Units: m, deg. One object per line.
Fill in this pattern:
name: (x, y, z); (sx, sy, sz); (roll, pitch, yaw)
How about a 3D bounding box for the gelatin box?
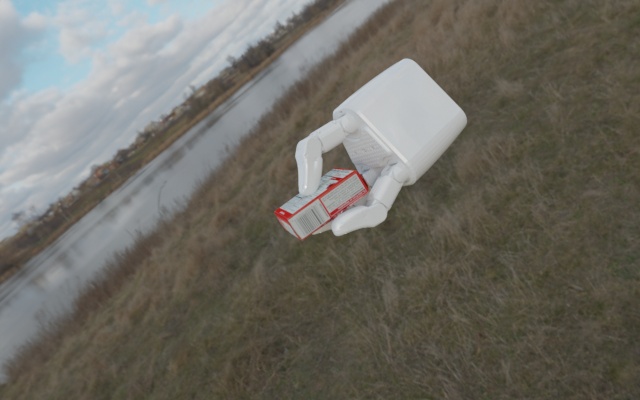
gelatin box: (0.000, 0.001, 0.503); (0.089, 0.030, 0.073); (-35, 13, -10)
